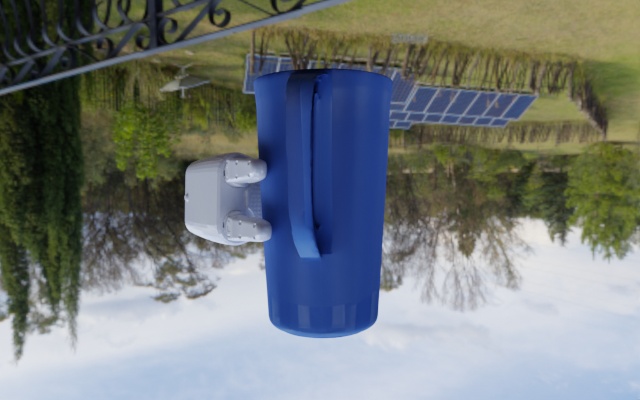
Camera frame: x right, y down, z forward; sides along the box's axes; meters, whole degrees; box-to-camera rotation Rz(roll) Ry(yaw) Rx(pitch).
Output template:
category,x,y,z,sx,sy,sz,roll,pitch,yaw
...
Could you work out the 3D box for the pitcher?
category,x,y,z,sx,sy,sz,roll,pitch,yaw
pitcher,0.000,0.001,0.456,0.149,0.243,0.145,-2,3,-36
